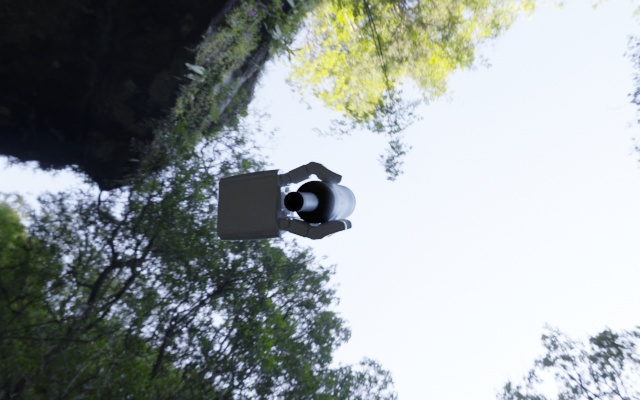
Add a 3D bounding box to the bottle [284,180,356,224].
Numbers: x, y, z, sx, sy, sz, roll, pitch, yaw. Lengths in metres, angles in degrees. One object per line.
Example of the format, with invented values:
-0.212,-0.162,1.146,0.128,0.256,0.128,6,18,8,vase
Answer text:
0.000,0.002,0.759,0.069,0.069,0.296,0,0,14,bottle
